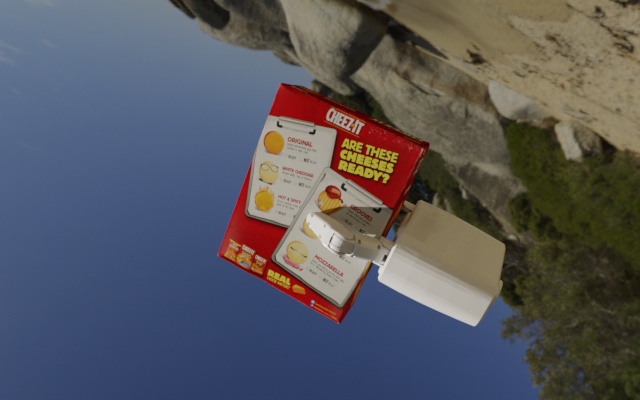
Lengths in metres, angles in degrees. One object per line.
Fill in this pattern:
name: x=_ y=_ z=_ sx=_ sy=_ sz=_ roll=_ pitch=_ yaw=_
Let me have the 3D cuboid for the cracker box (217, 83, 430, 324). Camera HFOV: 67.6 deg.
cracker box: x=0.000 y=0.002 z=0.531 sx=0.164 sy=0.214 sz=0.072 roll=27 pitch=18 yaw=12
